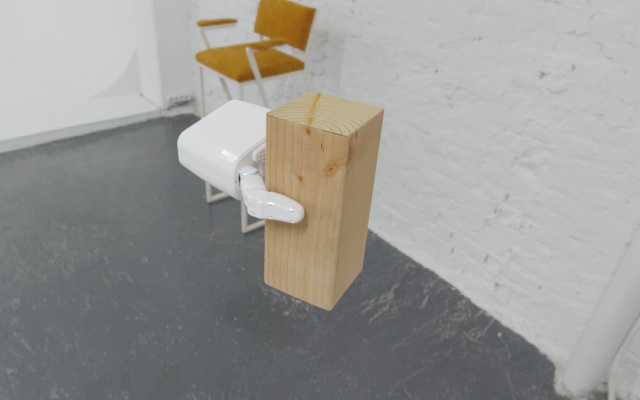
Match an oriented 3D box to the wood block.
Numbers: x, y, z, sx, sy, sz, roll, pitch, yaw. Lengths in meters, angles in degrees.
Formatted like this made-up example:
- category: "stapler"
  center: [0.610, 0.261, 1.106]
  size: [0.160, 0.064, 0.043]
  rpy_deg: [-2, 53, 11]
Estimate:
- category: "wood block"
  center: [0.000, 0.002, 0.515]
  size: [0.090, 0.206, 0.090]
  rpy_deg: [19, 34, 23]
